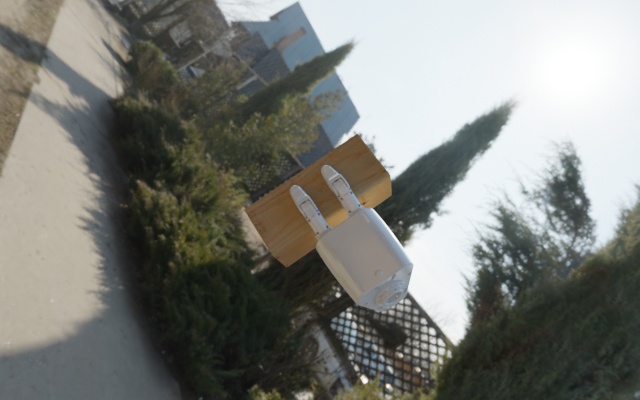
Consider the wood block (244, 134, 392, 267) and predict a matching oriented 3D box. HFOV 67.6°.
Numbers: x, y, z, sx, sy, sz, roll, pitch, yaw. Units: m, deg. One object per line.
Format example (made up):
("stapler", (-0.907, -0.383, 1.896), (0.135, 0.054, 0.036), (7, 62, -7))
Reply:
("wood block", (0.000, 0.003, 0.742), (0.206, 0.090, 0.091), (-34, -21, -3))
